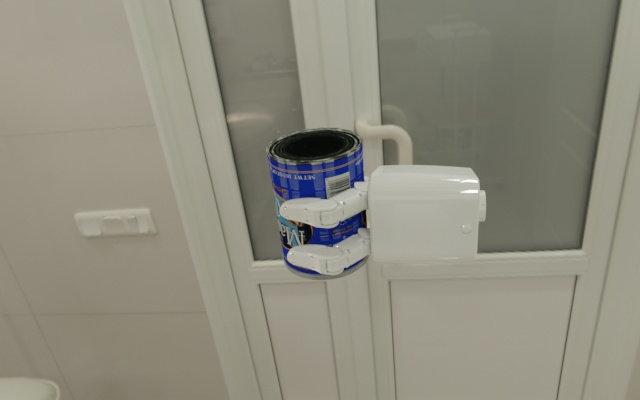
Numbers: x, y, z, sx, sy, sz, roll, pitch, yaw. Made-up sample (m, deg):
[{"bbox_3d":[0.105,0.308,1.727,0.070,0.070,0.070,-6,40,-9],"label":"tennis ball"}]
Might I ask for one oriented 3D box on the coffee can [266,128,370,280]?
[{"bbox_3d":[0.000,0.002,0.533,0.103,0.140,0.102,-5,26,3],"label":"coffee can"}]
